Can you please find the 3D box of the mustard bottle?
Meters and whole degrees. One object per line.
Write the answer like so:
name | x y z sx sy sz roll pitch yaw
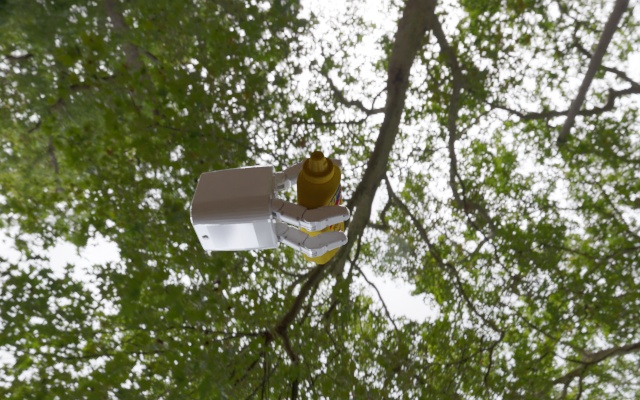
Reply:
mustard bottle | 0.000 0.002 0.673 0.058 0.096 0.192 15 -36 16
